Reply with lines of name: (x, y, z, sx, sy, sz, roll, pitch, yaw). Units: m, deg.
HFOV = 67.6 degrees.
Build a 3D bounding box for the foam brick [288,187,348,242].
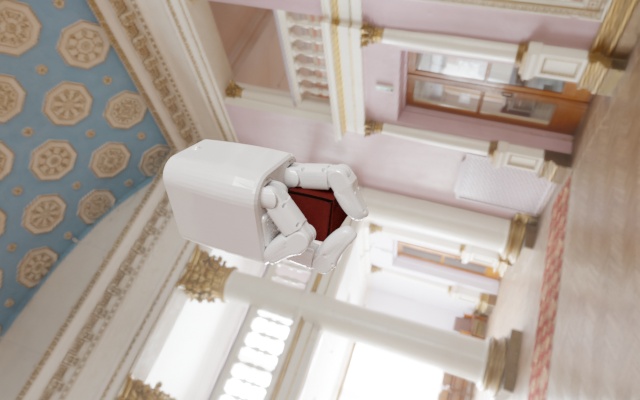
foam brick: (0.000, 0.002, 0.522, 0.051, 0.053, 0.078, 12, 27, 16)
